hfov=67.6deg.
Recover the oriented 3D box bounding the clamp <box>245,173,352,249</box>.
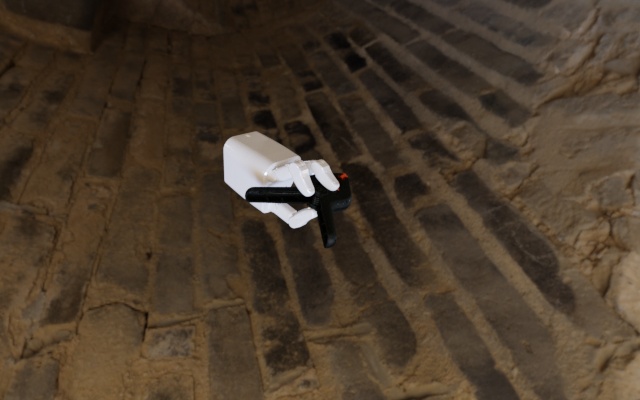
[{"bbox_3d":[0.000,0.003,0.796,0.164,0.036,0.210,34,33,23],"label":"clamp"}]
